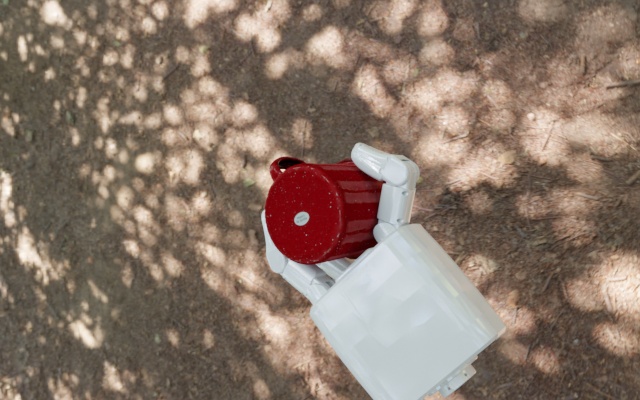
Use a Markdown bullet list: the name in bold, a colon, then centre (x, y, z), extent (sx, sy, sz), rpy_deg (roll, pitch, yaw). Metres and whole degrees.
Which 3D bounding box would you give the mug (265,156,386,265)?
- **mug**: centre (-0.001, 0.000, 0.413), extent (0.117, 0.093, 0.081), rpy_deg (49, 27, 23)
